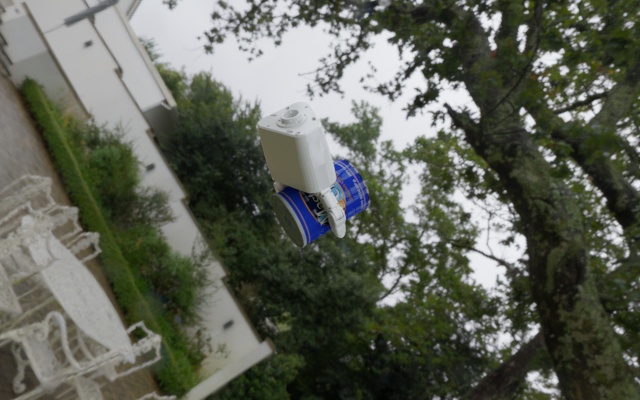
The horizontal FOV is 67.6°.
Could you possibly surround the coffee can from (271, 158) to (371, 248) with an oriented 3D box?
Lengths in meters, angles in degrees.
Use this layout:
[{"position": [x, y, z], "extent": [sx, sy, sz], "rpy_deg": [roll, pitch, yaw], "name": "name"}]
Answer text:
[{"position": [0.000, 0.003, 0.827], "extent": [0.140, 0.103, 0.103], "rpy_deg": [-30, 10, -19], "name": "coffee can"}]
